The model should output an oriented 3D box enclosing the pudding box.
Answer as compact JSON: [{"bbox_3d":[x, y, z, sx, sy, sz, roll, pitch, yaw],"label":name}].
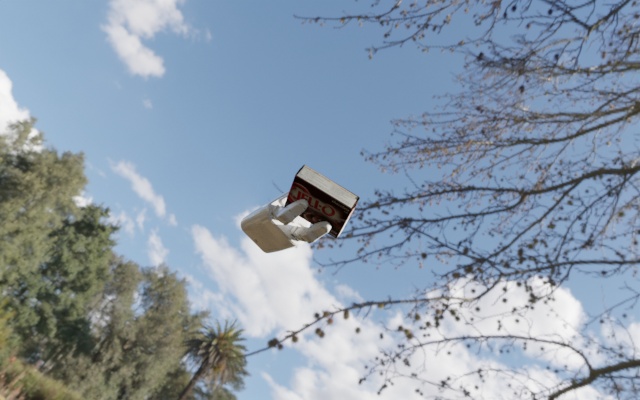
[{"bbox_3d":[0.000,0.003,0.815,0.113,0.039,0.090,29,-39,4],"label":"pudding box"}]
